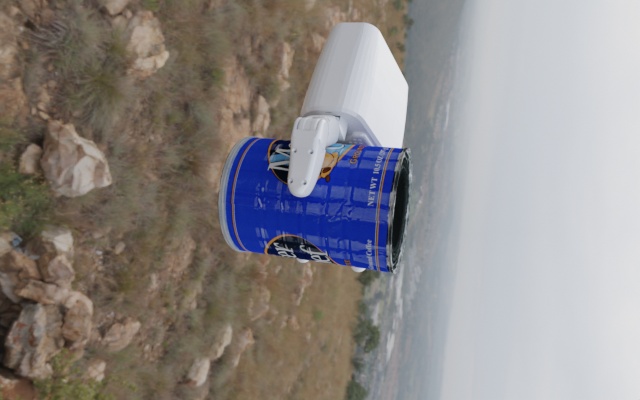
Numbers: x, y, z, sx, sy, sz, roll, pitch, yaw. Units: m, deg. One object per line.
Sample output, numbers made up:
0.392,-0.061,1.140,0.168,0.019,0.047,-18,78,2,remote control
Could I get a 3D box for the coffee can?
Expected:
0.000,0.001,0.405,0.140,0.103,0.103,6,2,17,coffee can
